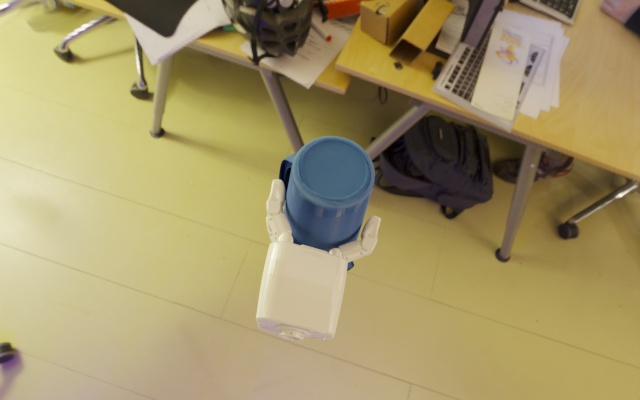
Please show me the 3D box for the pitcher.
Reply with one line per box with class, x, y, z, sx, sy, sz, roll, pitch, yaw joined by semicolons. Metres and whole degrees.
pitcher;0.000;0.003;0.714;0.149;0.145;0.243;10;-25;-1
